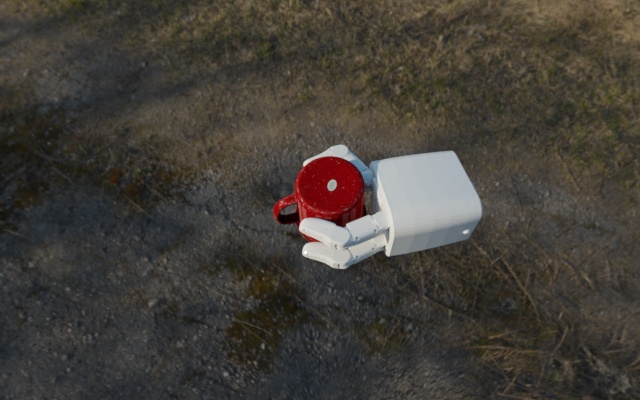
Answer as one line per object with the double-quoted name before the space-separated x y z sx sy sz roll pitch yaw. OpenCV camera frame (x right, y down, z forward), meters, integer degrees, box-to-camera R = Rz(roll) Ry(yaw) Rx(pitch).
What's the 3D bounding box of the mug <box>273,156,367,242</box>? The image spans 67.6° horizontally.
"mug" -0.001 0.002 0.581 0.117 0.093 0.081 -11 -28 -4
